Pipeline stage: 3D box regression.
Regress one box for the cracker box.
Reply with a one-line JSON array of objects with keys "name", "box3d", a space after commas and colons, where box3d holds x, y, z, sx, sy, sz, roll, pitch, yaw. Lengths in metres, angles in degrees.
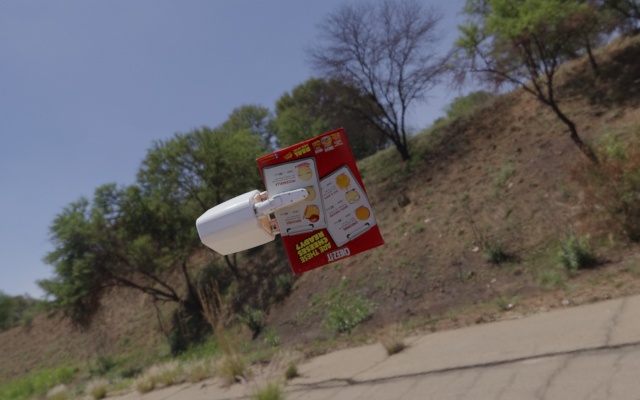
[{"name": "cracker box", "box3d": [0.000, 0.003, 0.840, 0.164, 0.213, 0.072, -20, -7, 5]}]
